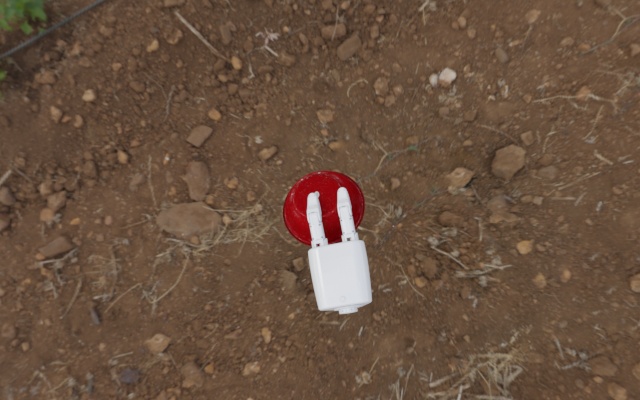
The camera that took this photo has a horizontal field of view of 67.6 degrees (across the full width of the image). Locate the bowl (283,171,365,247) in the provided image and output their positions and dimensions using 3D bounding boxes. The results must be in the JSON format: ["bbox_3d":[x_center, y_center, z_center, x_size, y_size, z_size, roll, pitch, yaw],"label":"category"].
[{"bbox_3d":[0.000,0.002,0.894,0.162,0.162,0.055,0,-26,14],"label":"bowl"}]
